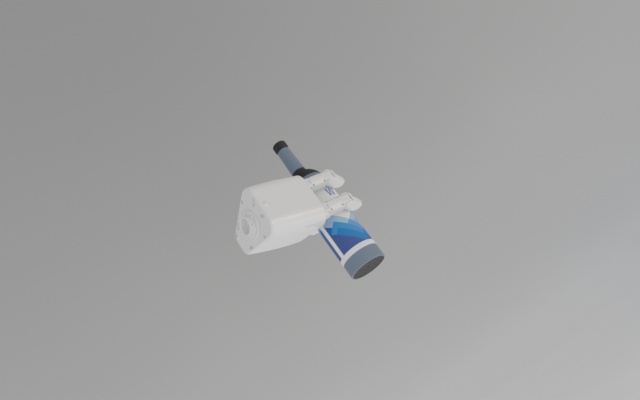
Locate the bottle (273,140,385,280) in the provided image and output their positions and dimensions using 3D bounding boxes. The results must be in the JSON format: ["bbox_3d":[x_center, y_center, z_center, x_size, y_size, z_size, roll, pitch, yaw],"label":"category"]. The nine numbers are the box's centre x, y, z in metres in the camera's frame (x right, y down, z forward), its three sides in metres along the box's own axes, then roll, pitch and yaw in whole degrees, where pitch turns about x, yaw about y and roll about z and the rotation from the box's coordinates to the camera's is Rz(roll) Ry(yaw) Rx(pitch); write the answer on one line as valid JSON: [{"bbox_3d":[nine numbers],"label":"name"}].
[{"bbox_3d":[0.000,0.003,0.847,0.069,0.295,0.069,-29,-26,-16],"label":"bottle"}]
